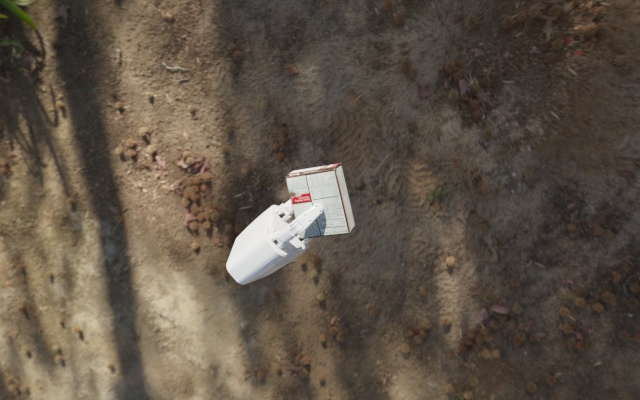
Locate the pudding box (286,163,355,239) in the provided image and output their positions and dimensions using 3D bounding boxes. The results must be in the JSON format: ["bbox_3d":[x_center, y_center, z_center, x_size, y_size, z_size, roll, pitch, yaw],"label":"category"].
[{"bbox_3d":[0.000,0.003,0.778,0.090,0.113,0.039,-8,17,20],"label":"pudding box"}]
